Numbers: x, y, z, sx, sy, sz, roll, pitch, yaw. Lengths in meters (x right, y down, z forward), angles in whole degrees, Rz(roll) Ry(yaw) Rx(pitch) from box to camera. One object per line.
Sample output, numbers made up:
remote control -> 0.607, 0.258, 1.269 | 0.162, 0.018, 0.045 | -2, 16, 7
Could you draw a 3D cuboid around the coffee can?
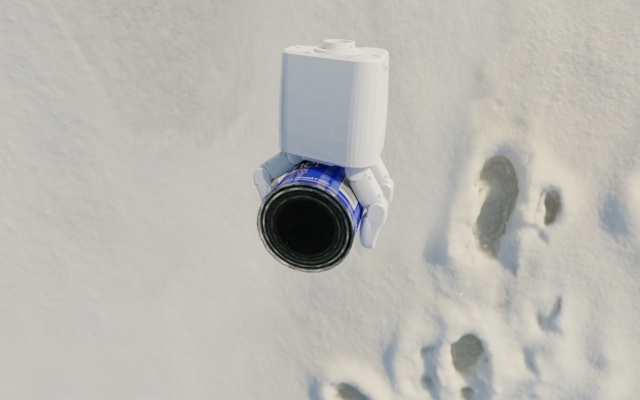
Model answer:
coffee can -> 0.000, 0.002, 0.543 | 0.103, 0.103, 0.140 | 0, 24, 15
